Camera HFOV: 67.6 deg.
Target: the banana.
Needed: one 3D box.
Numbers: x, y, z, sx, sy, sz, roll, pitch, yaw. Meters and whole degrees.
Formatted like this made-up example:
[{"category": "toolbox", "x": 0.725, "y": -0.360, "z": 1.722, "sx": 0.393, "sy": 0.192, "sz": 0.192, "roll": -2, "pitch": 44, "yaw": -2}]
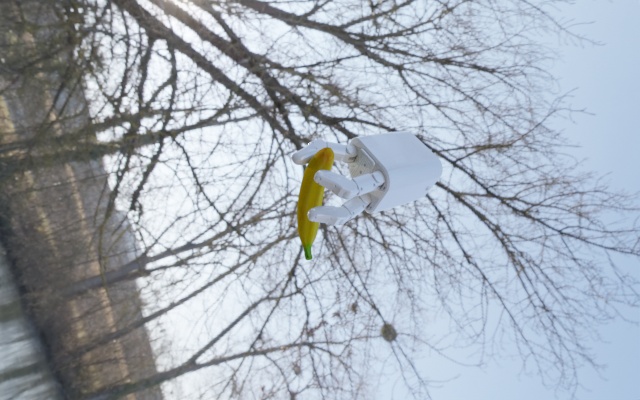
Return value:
[{"category": "banana", "x": -0.008, "y": -0.005, "z": 0.730, "sx": 0.037, "sy": 0.198, "sz": 0.069, "roll": -8, "pitch": 37, "yaw": -25}]
